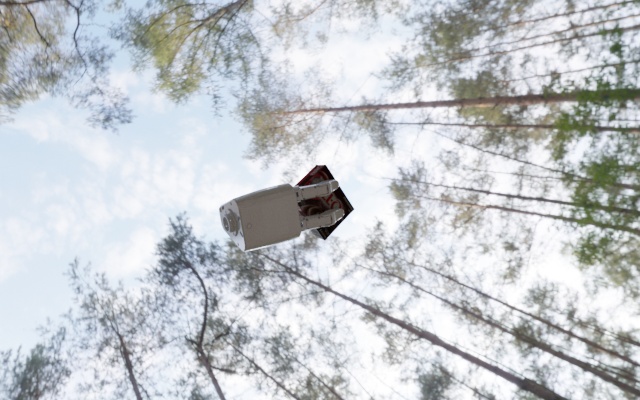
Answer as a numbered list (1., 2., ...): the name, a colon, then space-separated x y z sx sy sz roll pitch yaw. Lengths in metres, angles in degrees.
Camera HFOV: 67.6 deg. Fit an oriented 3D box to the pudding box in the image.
1. pudding box: 0.000 0.003 0.886 0.090 0.113 0.039 -45 29 -21
